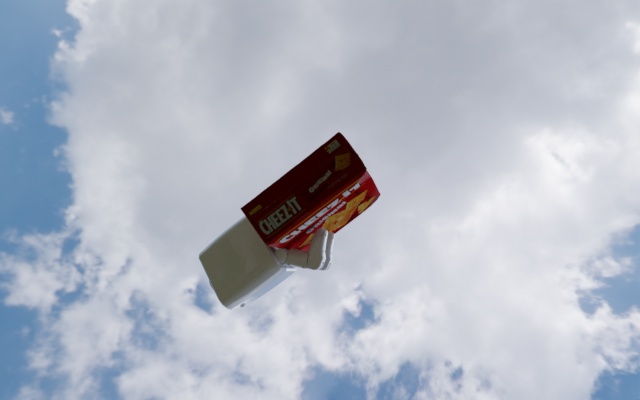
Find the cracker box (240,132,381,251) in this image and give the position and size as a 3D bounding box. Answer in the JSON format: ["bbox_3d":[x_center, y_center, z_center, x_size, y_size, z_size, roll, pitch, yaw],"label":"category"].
[{"bbox_3d":[0.000,0.002,0.702,0.164,0.072,0.214,-38,-14,4],"label":"cracker box"}]
